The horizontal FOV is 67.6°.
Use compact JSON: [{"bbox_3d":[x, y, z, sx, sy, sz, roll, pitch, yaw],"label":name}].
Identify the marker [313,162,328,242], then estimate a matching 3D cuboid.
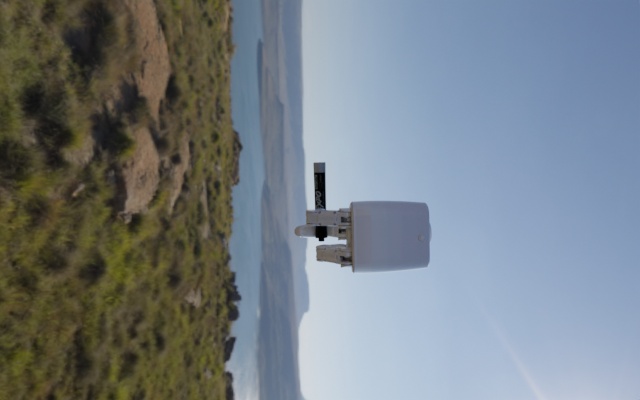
[{"bbox_3d":[0.000,0.002,0.726,0.020,0.121,0.020,-1,5,0],"label":"marker"}]
